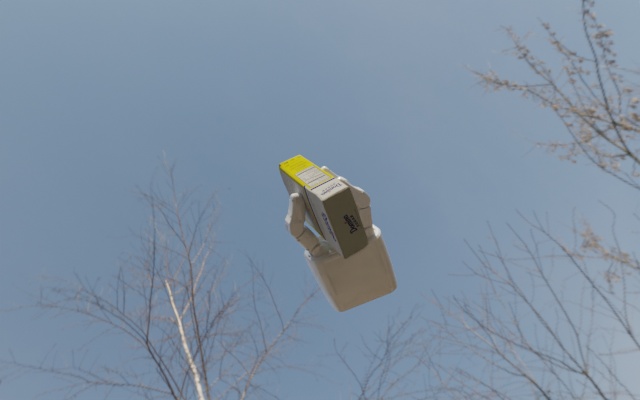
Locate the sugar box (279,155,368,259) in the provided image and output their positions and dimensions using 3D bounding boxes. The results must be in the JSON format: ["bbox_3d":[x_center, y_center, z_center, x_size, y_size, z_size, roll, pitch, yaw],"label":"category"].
[{"bbox_3d":[0.001,0.002,0.667,0.048,0.093,0.176,-29,28,-15],"label":"sugar box"}]
